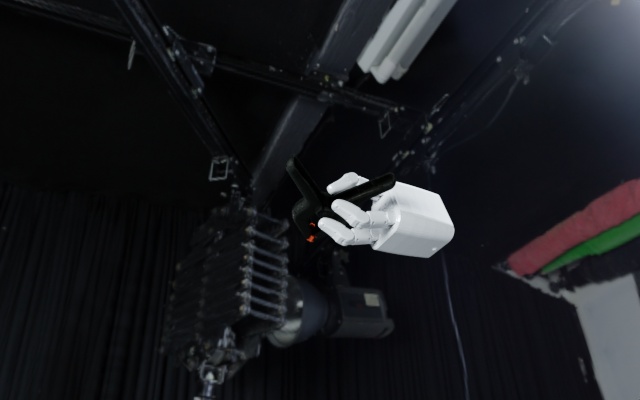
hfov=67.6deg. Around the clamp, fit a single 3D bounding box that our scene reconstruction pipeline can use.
[{"bbox_3d":[0.000,0.002,0.756,0.164,0.036,0.210,14,-36,-17],"label":"clamp"}]
